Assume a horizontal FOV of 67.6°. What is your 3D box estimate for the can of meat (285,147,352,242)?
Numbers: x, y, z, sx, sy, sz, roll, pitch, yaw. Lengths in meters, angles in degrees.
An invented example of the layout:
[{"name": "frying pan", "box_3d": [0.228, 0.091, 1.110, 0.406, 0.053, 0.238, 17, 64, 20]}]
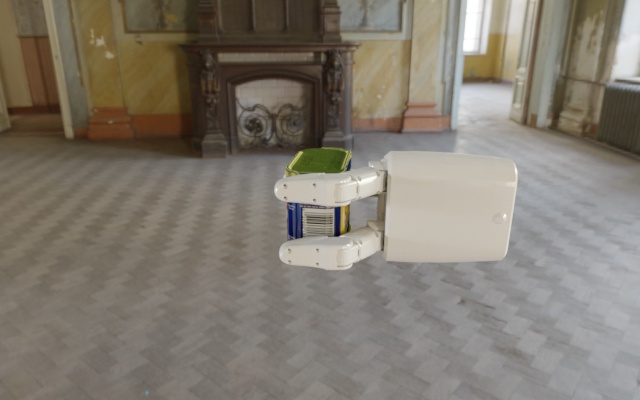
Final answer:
[{"name": "can of meat", "box_3d": [0.000, 0.001, 0.445, 0.057, 0.084, 0.102, 3, 20, 7]}]
